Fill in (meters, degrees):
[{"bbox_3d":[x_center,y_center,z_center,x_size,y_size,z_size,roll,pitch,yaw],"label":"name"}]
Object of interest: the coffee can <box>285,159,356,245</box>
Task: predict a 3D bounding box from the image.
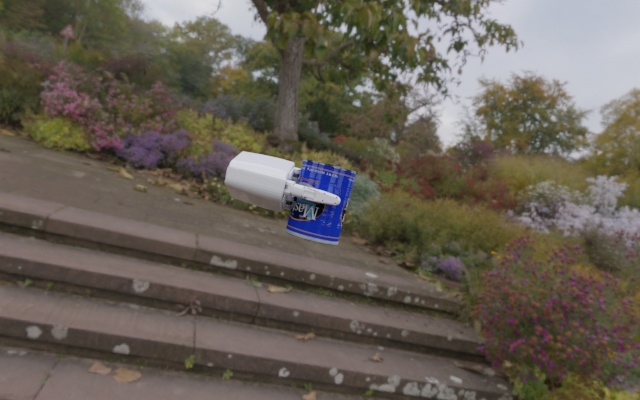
[{"bbox_3d":[0.000,0.003,0.893,0.103,0.140,0.103,14,1,0],"label":"coffee can"}]
